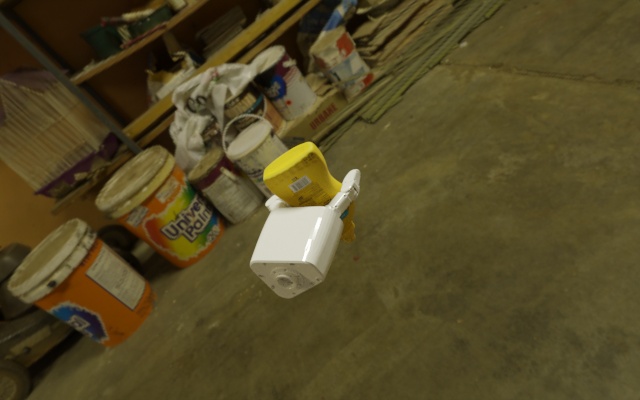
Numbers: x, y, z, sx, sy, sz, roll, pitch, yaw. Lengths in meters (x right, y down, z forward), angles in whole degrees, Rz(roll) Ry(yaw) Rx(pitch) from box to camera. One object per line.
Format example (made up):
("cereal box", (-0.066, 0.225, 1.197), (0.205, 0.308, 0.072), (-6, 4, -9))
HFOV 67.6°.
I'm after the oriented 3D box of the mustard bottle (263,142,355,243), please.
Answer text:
("mustard bottle", (0.000, 0.002, 0.772), (0.096, 0.192, 0.058), (-32, 30, 13))
